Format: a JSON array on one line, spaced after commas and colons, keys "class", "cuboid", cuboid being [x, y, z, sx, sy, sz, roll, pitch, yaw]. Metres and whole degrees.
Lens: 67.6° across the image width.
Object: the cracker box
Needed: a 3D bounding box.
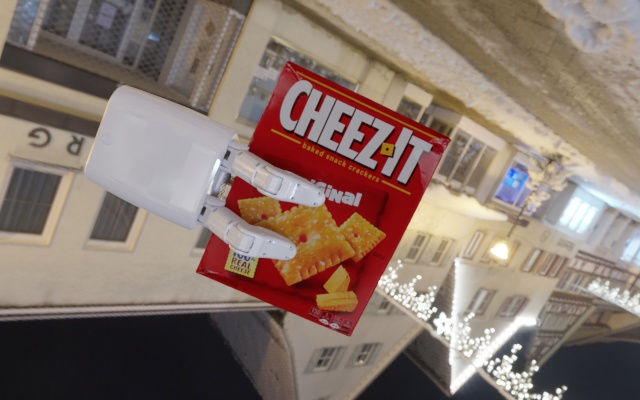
[{"class": "cracker box", "cuboid": [0.000, 0.002, 0.458, 0.164, 0.214, 0.072, 25, 11, -4]}]
